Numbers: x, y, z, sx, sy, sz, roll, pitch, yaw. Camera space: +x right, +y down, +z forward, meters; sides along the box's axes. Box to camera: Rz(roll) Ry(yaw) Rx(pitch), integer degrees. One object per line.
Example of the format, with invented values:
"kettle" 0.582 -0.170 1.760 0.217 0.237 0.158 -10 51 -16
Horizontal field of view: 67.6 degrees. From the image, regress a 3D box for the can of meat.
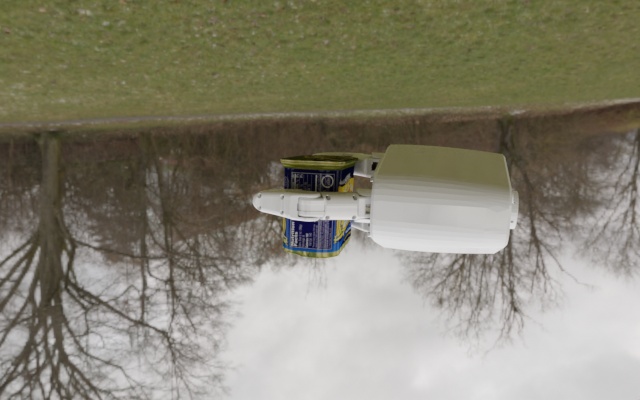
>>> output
"can of meat" 0.000 0.002 0.449 0.057 0.084 0.102 4 9 13
